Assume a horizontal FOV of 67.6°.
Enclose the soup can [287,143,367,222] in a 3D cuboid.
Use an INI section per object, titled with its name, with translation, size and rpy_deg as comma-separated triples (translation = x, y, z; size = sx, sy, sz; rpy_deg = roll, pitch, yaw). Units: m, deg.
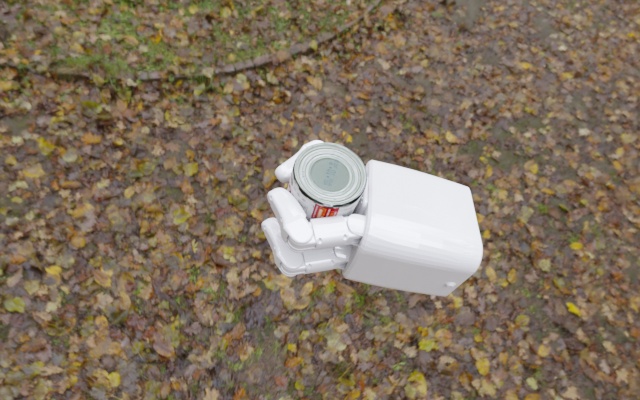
[soup can]
translation = 0.000, 0.001, 0.454
size = 0.068, 0.068, 0.102
rpy_deg = 0, -30, -12
